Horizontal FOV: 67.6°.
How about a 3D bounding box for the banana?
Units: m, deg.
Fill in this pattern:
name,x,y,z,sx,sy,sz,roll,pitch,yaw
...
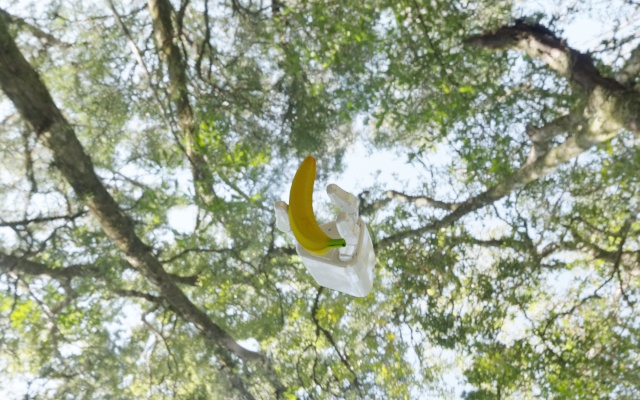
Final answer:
name,x,y,z,sx,sy,sz,roll,pitch,yaw
banana,-0.016,0.013,0.695,0.069,0.197,0.037,-26,-45,6
